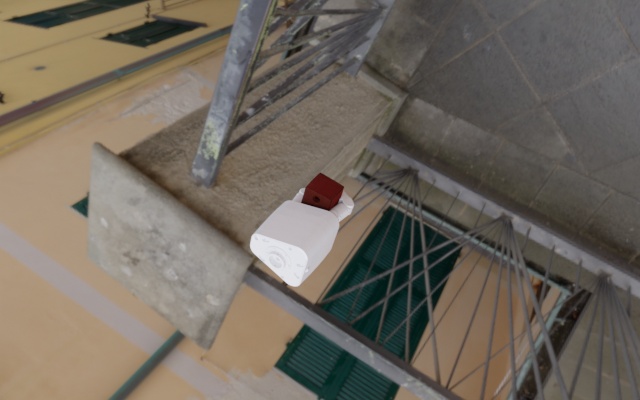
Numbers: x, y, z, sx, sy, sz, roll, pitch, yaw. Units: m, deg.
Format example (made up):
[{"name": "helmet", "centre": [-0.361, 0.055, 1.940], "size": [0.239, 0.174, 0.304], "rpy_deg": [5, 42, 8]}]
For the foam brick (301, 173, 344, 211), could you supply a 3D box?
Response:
[{"name": "foam brick", "centre": [0.000, 0.002, 0.842], "size": [0.053, 0.078, 0.051], "rpy_deg": [29, 42, 14]}]
